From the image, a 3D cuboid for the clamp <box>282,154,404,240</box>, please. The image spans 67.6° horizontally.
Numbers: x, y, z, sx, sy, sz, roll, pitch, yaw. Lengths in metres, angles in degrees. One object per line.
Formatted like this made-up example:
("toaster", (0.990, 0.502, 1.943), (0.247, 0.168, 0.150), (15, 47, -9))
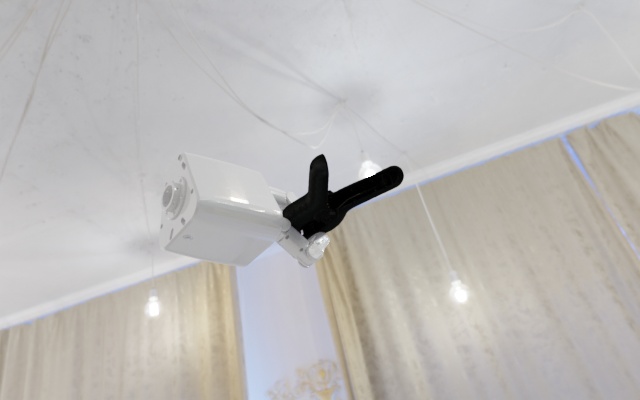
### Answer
("clamp", (0.000, 0.001, 0.551), (0.120, 0.039, 0.171), (18, -44, -38))
